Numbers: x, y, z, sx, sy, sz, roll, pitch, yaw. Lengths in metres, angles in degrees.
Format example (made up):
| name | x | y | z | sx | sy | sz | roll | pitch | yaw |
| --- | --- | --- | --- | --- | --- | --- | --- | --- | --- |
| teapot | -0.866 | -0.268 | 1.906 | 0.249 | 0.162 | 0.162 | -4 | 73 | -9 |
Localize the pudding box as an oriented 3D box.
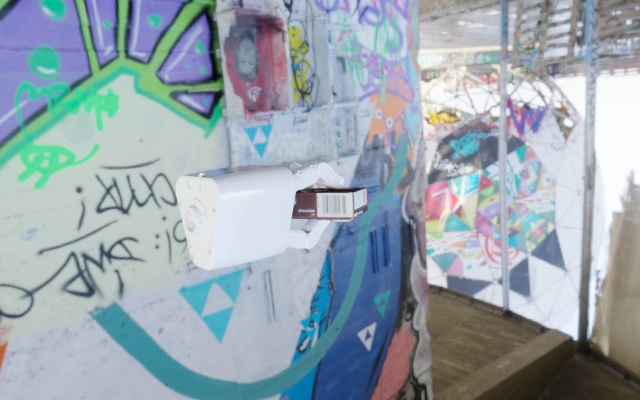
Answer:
| name | x | y | z | sx | sy | sz | roll | pitch | yaw |
| --- | --- | --- | --- | --- | --- | --- | --- | --- | --- |
| pudding box | 0.000 | 0.002 | 0.642 | 0.113 | 0.039 | 0.090 | 2 | 7 | 17 |
